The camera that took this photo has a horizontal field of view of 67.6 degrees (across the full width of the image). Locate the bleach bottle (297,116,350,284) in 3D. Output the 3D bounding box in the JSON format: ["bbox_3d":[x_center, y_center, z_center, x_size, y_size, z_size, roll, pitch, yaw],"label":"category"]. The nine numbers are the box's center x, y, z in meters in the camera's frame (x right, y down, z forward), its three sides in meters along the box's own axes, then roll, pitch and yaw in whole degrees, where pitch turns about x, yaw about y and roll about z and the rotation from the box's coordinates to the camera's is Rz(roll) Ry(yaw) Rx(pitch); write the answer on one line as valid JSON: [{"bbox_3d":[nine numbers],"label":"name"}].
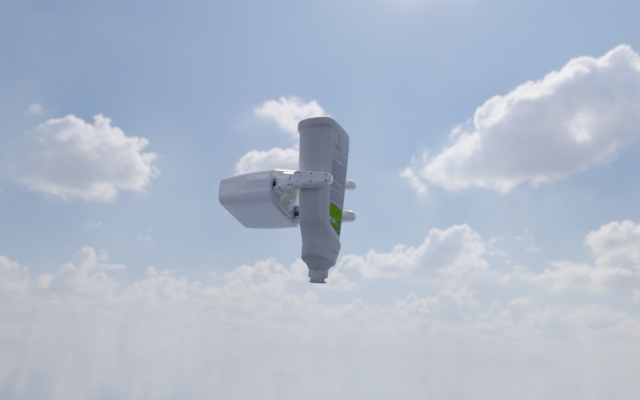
[{"bbox_3d":[0.000,0.002,0.754,0.068,0.250,0.102,-5,-19,26],"label":"bleach bottle"}]
